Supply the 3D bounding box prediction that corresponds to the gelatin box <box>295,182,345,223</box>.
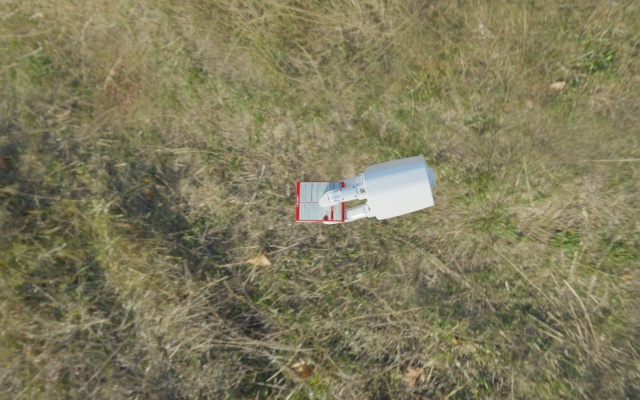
[{"bbox_3d":[0.000,0.003,0.869,0.089,0.073,0.030,0,-5,8],"label":"gelatin box"}]
